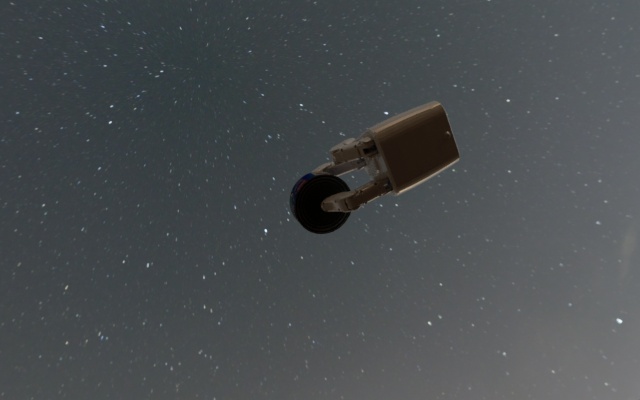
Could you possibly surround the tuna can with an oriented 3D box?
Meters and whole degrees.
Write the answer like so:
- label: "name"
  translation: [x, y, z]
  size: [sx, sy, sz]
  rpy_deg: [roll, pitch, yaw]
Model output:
- label: "tuna can"
  translation: [0.000, 0.002, 0.678]
  size: [0.086, 0.086, 0.033]
  rpy_deg: [0, 13, -19]
